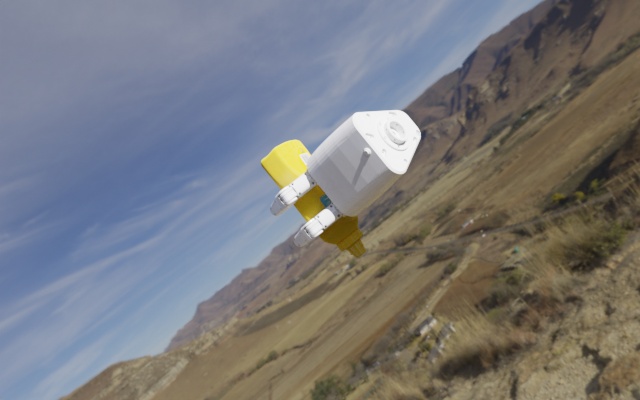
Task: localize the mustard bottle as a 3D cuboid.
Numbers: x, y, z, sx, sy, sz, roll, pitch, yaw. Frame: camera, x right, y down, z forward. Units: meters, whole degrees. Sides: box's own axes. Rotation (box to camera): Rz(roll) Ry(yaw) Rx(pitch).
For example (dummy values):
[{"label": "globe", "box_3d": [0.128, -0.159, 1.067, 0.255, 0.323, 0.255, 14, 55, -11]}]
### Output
[{"label": "mustard bottle", "box_3d": [0.000, 0.002, 0.690, 0.058, 0.191, 0.096, -40, -4, 21]}]
